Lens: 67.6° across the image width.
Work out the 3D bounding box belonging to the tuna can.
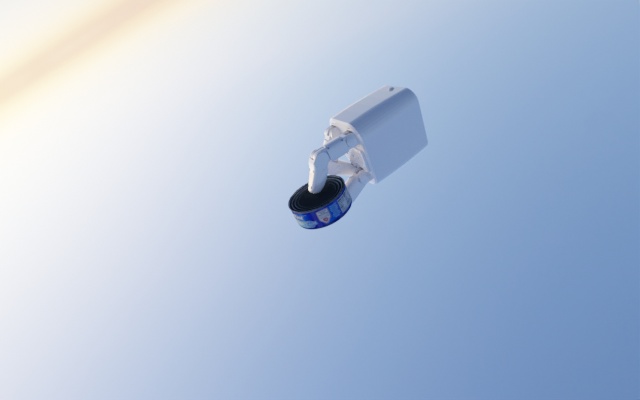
[{"bbox_3d":[0.000,0.003,0.670,0.086,0.034,0.086,-20,29,12],"label":"tuna can"}]
